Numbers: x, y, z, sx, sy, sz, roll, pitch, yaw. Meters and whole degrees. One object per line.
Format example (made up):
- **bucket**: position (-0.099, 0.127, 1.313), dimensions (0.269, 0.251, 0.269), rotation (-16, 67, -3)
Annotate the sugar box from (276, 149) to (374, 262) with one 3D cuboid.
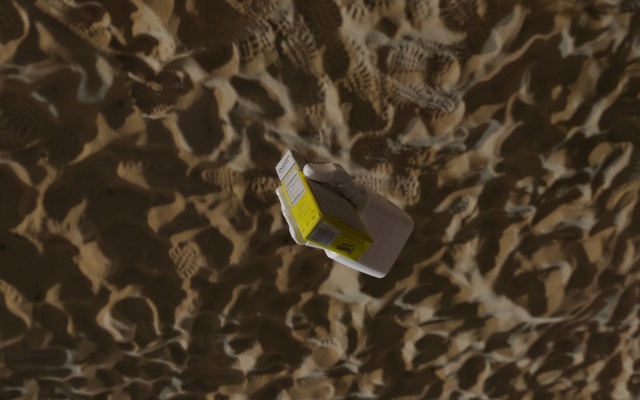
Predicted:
- **sugar box**: position (0.000, 0.003, 0.668), dimensions (0.093, 0.048, 0.176), rotation (27, 19, -31)
